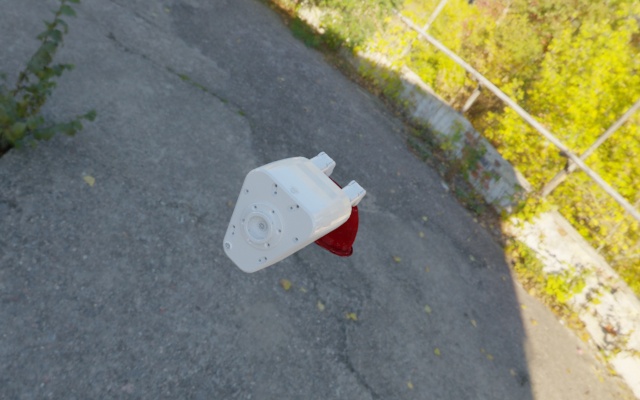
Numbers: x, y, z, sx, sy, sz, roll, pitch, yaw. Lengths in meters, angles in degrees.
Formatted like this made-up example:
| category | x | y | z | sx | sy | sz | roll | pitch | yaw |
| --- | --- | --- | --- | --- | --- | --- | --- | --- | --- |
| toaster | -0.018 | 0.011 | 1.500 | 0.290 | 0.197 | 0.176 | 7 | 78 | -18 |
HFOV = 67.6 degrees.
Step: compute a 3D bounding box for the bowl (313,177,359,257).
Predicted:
| category | x | y | z | sx | sy | sz | roll | pitch | yaw |
| --- | --- | --- | --- | --- | --- | --- | --- | --- | --- |
| bowl | 0.001 | 0.002 | 0.660 | 0.162 | 0.055 | 0.162 | 39 | 13 | -11 |
